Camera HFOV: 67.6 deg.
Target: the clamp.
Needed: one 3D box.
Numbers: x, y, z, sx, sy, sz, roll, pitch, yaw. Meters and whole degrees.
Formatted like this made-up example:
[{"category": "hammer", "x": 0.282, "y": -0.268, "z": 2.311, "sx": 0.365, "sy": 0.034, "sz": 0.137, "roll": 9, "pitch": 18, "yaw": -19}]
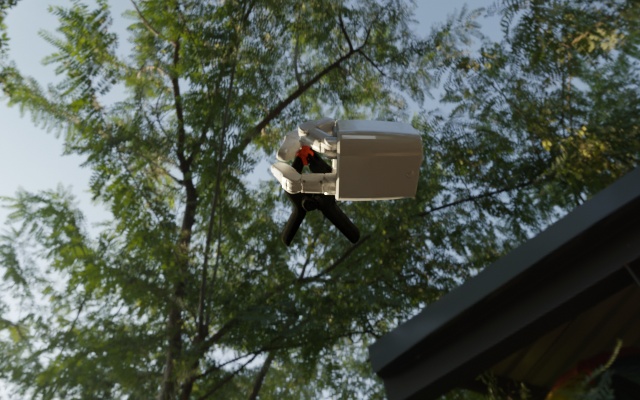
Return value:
[{"category": "clamp", "x": 0.000, "y": 0.002, "z": 0.697, "sx": 0.120, "sy": 0.172, "sz": 0.039, "roll": 0, "pitch": 37, "yaw": 0}]
